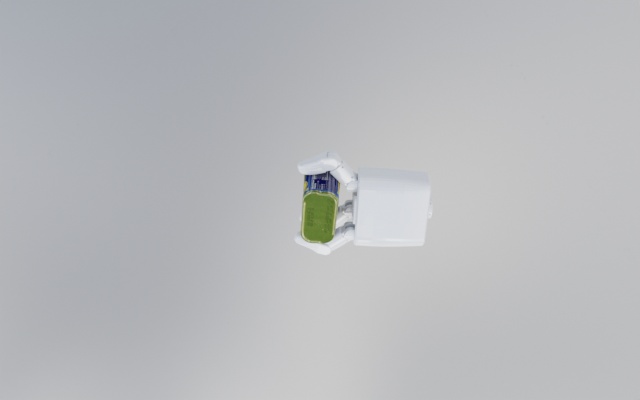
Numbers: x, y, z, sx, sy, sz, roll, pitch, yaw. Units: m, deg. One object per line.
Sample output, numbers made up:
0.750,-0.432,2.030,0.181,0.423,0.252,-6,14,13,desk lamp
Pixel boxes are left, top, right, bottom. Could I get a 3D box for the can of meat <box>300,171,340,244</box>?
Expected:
0.000,0.002,0.716,0.057,0.102,0.084,4,38,0,can of meat
